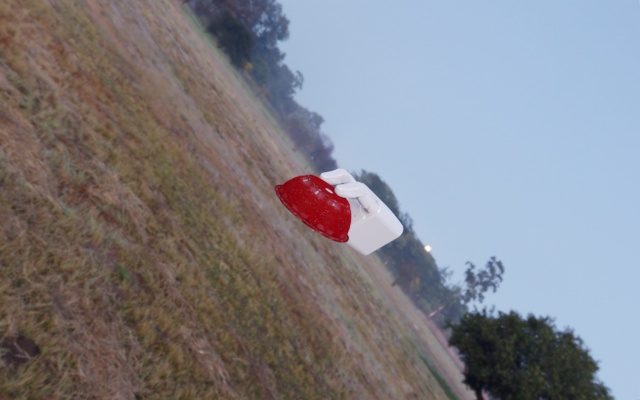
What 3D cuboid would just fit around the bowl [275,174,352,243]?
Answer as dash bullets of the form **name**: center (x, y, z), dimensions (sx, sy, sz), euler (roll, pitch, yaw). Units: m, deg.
- **bowl**: center (0.000, 0.002, 0.840), dimensions (0.162, 0.055, 0.162), euler (34, 14, -10)
